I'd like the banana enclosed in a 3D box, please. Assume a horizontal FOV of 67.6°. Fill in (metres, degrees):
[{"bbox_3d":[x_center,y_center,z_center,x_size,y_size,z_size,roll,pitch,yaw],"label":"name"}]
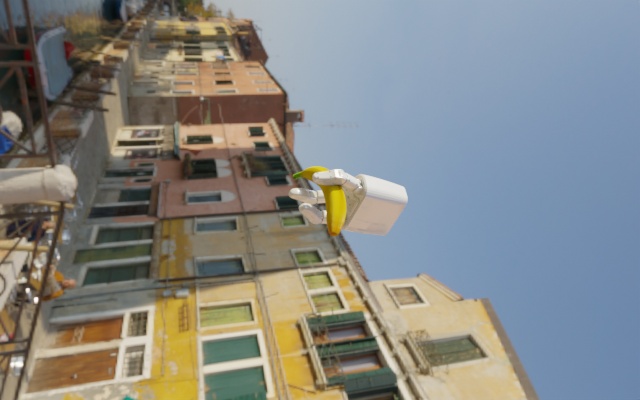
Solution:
[{"bbox_3d":[0.011,-0.013,0.898,0.037,0.069,0.197,31,16,-39],"label":"banana"}]
